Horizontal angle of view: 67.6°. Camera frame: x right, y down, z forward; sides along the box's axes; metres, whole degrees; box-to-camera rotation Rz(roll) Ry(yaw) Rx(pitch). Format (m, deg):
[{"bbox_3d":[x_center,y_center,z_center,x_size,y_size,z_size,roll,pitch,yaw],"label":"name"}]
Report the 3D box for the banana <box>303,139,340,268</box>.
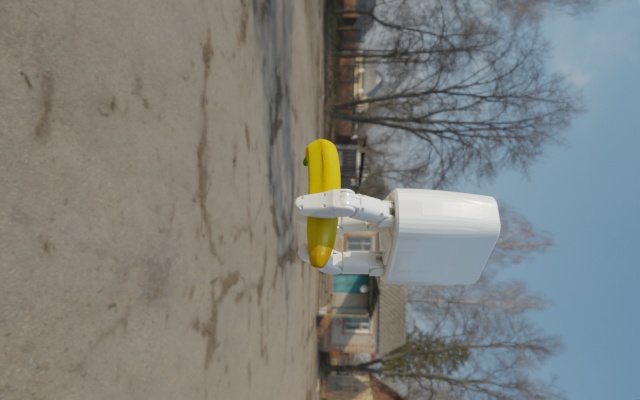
[{"bbox_3d":[0.002,-0.015,0.537,0.037,0.070,0.197,4,38,-6],"label":"banana"}]
